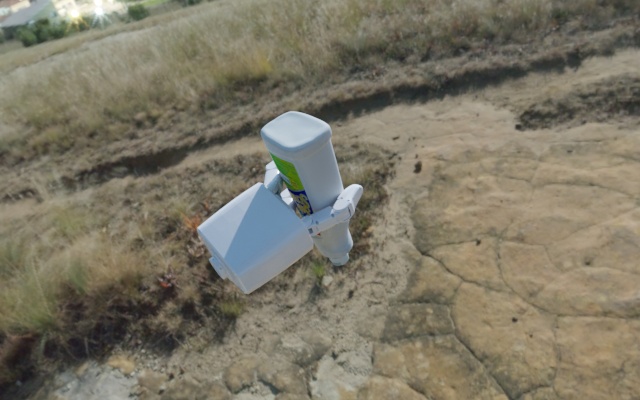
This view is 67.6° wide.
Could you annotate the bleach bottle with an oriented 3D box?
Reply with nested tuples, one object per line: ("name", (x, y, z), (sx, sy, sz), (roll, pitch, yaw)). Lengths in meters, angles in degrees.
("bleach bottle", (0.000, 0.002, 0.672), (0.068, 0.251, 0.102), (-36, 39, -18))
